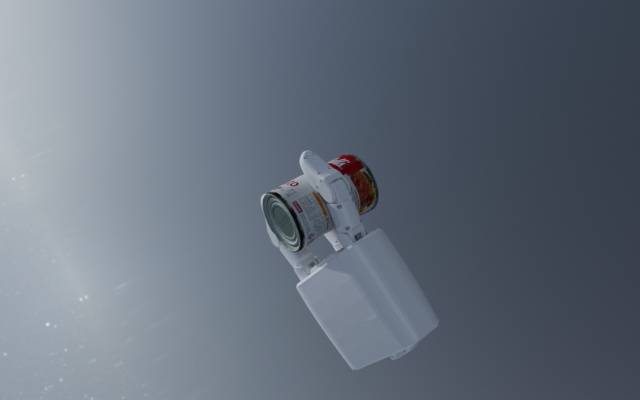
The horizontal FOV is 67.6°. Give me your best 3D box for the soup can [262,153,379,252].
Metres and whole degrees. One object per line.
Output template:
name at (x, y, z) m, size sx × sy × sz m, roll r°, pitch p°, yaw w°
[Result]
soup can at (0.000, 0.001, 0.493) m, size 0.102 × 0.068 × 0.068 m, roll -28°, pitch 14°, yaw -28°
